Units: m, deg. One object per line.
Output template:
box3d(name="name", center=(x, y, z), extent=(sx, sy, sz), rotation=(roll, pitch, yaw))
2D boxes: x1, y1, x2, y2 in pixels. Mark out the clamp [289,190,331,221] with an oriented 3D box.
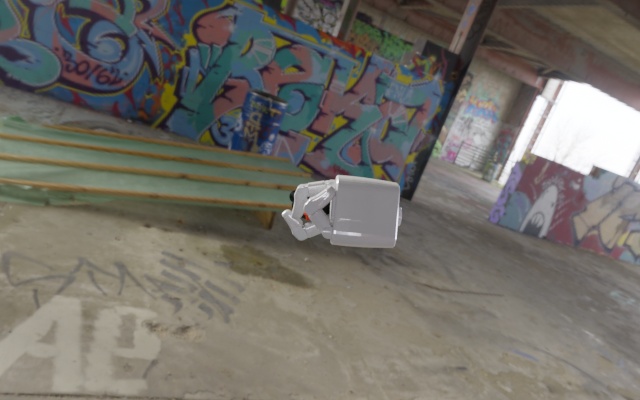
box3d(name="clamp", center=(0.000, 0.002, 0.895), extent=(0.120, 0.039, 0.171), rotation=(-10, 14, 0))
